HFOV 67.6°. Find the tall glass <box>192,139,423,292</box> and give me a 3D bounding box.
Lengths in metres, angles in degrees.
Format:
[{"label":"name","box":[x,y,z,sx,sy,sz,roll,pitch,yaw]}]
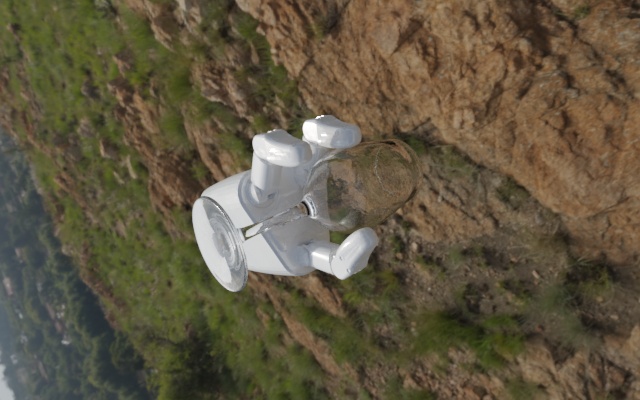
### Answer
[{"label":"tall glass","box":[0.000,0.002,0.403,0.201,0.079,0.079,-22,13,-35]}]
